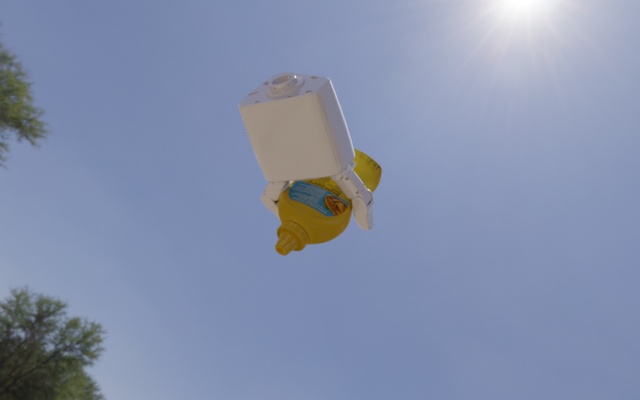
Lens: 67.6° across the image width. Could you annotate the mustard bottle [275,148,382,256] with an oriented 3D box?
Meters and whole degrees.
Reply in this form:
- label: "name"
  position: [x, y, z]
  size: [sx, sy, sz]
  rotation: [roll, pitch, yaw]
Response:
- label: "mustard bottle"
  position: [0.000, 0.002, 0.633]
  size: [0.096, 0.058, 0.191]
  rotation: [26, 50, 17]
